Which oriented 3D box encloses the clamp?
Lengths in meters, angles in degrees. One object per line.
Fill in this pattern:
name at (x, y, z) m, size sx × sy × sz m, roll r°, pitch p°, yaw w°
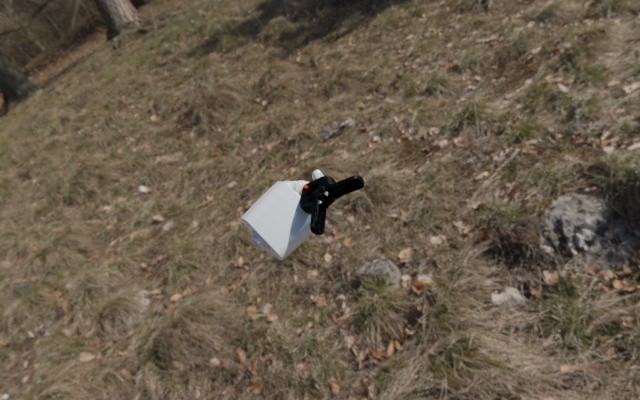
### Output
clamp at (0.000, 0.002, 0.838) m, size 0.120 × 0.039 × 0.171 m, roll -47°, pitch 19°, yaw -15°
